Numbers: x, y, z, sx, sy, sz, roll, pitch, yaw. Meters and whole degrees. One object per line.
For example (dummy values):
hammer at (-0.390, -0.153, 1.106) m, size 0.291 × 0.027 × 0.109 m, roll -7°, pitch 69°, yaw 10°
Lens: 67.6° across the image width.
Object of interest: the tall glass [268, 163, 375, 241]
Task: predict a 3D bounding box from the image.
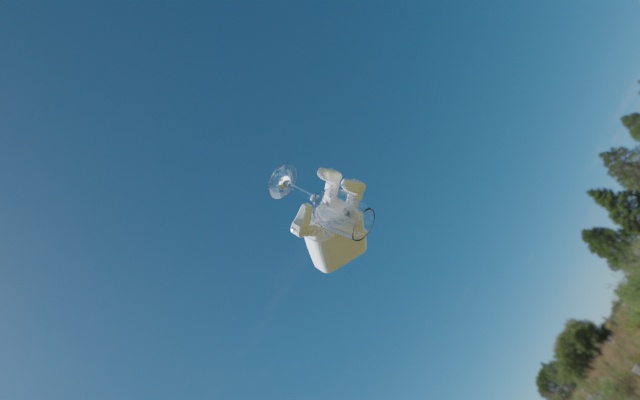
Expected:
tall glass at (0.000, 0.002, 0.861) m, size 0.201 × 0.079 × 0.079 m, roll 28°, pitch 16°, yaw 34°
